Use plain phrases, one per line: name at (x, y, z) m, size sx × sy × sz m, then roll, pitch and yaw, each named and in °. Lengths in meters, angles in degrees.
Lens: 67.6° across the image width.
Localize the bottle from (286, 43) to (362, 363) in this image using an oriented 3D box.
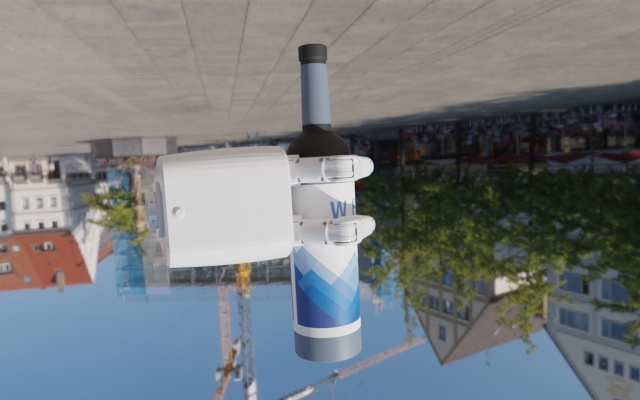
bottle at (0.000, 0.002, 0.463) m, size 0.069 × 0.296 × 0.069 m, roll -3°, pitch 5°, yaw 0°
